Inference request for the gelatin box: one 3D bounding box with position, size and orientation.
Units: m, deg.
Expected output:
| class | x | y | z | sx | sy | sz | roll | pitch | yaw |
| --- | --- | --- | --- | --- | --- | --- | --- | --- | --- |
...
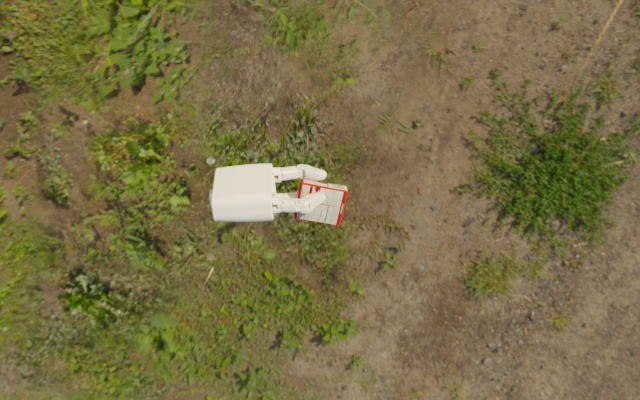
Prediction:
| class | x | y | z | sx | sy | sz | roll | pitch | yaw |
| --- | --- | --- | --- | --- | --- | --- | --- | --- | --- |
| gelatin box | 0.000 | 0.003 | 0.890 | 0.089 | 0.073 | 0.030 | 10 | 22 | -6 |
